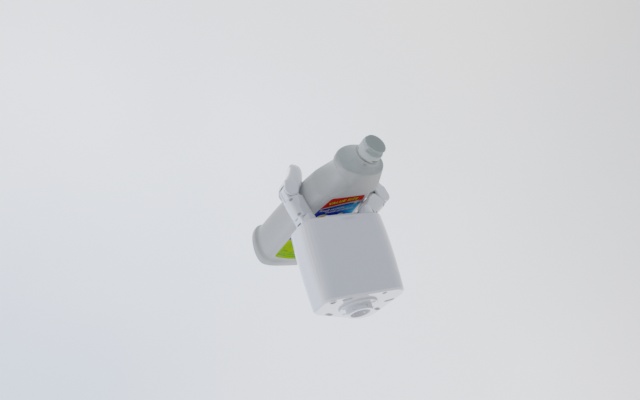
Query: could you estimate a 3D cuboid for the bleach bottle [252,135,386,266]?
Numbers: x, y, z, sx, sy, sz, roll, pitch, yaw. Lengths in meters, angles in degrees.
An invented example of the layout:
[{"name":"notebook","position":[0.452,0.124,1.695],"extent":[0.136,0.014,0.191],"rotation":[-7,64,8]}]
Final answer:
[{"name":"bleach bottle","position":[0.000,0.002,0.648],"extent":[0.102,0.068,0.251],"rotation":[4,-36,-32]}]
